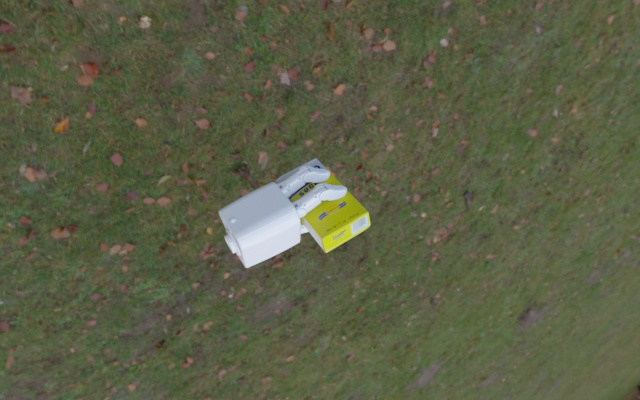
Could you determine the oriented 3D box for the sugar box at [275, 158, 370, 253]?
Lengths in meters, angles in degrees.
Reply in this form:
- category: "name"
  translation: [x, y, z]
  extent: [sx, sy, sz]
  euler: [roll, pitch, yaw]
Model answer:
- category: "sugar box"
  translation: [0.000, 0.002, 0.836]
  extent: [0.093, 0.048, 0.176]
  euler: [-29, 50, -15]
